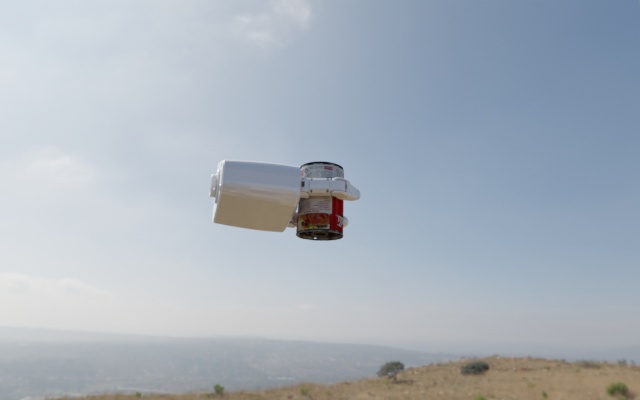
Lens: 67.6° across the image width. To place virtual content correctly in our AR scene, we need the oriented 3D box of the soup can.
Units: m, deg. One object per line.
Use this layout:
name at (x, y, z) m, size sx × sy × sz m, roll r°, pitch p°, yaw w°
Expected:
soup can at (0.001, 0.002, 0.691) m, size 0.068 × 0.102 × 0.068 m, roll 2°, pitch -16°, yaw 0°
